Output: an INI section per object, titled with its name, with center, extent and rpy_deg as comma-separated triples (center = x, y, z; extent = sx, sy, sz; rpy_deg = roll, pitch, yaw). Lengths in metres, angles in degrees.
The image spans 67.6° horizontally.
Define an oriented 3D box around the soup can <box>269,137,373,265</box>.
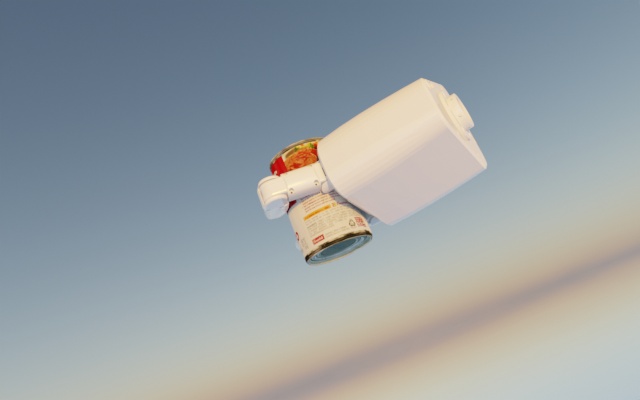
[soup can]
center = 0.000, 0.002, 0.451
extent = 0.068, 0.102, 0.068
rpy_deg = -20, -19, -7
